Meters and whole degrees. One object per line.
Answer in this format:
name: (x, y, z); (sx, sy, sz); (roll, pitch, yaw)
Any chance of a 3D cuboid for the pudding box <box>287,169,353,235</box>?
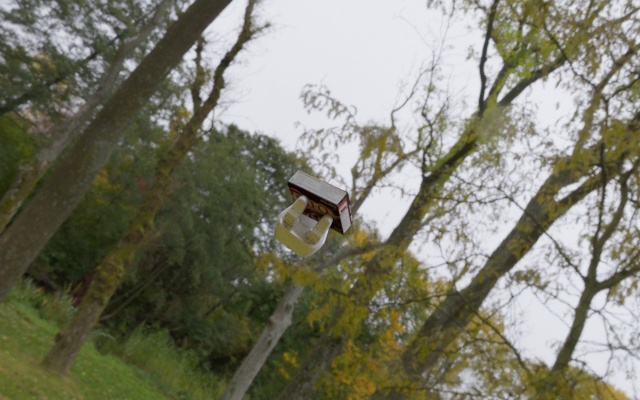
pudding box: (0.000, 0.003, 0.848); (0.113, 0.039, 0.090); (24, -28, 26)
